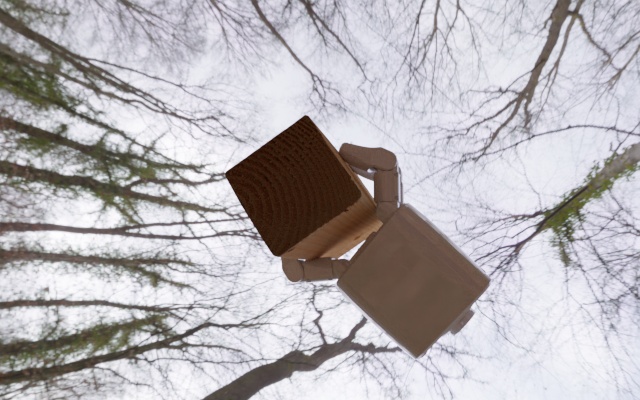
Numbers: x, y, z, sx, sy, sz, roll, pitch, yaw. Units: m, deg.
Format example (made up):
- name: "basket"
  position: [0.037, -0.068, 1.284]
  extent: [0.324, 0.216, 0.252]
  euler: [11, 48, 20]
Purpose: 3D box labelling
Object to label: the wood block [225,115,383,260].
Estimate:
- name: "wood block"
  position: [0.000, 0.002, 0.490]
  extent: [0.091, 0.090, 0.206]
  euler: [-35, -15, 7]
